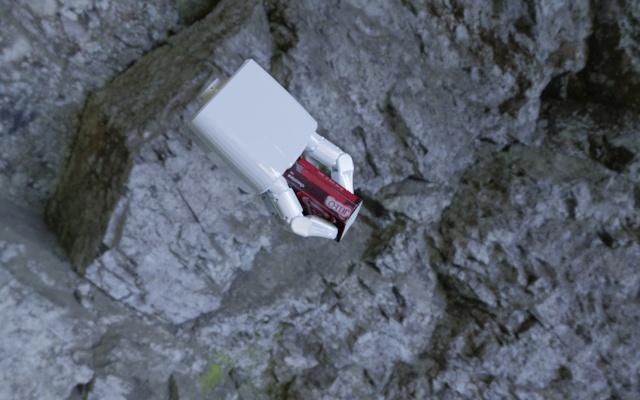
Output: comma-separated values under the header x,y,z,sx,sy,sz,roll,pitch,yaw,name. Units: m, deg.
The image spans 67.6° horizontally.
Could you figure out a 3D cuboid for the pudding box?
x,y,z,sx,sy,sz,roll,pitch,yaw,name
0.000,0.002,0.572,0.090,0.039,0.113,37,-11,9,pudding box
